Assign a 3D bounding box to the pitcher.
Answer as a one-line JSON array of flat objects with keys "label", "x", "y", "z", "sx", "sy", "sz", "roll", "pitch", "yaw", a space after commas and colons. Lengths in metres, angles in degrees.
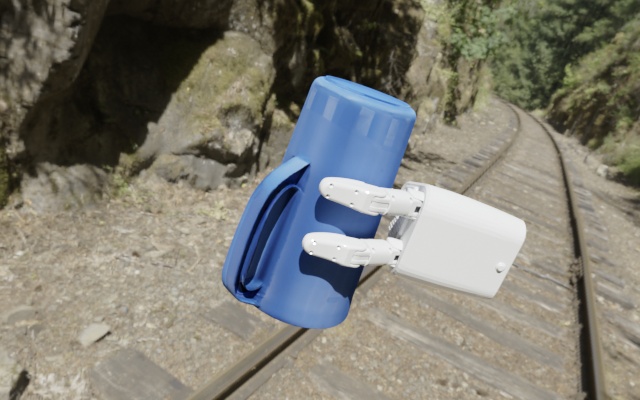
[{"label": "pitcher", "x": 0.000, "y": 0.002, "z": 0.496, "sx": 0.145, "sy": 0.243, "sz": 0.149, "roll": 18, "pitch": 18, "yaw": -5}]
